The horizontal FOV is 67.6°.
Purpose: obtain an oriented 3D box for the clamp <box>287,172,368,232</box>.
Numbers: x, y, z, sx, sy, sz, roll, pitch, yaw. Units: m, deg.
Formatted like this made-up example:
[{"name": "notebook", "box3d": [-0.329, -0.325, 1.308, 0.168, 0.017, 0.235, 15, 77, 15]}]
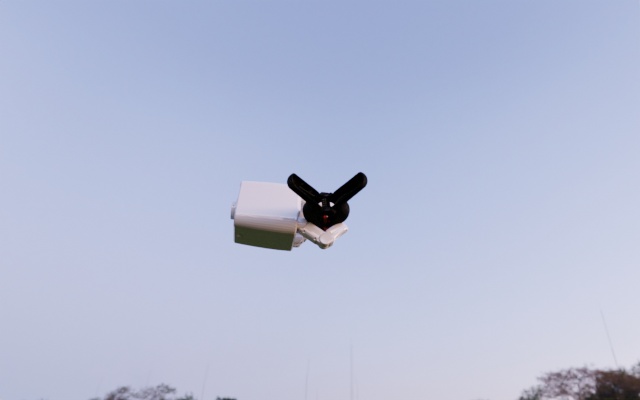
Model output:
[{"name": "clamp", "box3d": [0.000, 0.002, 0.775, 0.120, 0.039, 0.172, 8, -32, -6]}]
